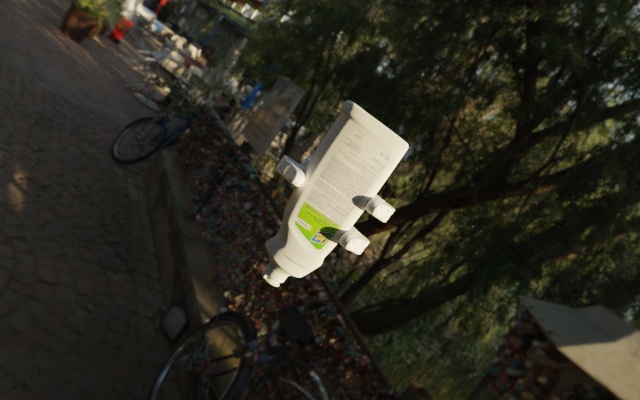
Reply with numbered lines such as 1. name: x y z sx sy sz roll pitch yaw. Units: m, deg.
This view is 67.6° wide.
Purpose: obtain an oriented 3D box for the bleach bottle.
1. bleach bottle: 0.000 0.002 0.619 0.102 0.251 0.068 36 9 -5
